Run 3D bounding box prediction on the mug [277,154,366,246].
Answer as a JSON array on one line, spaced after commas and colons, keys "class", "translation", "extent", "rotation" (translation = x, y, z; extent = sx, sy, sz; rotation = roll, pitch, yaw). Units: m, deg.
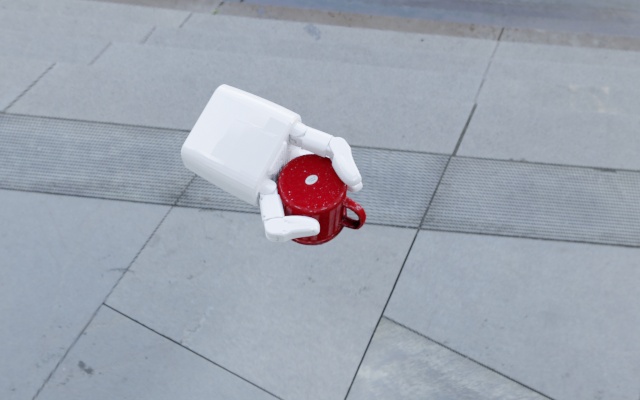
[{"class": "mug", "translation": [0.001, 0.002, 0.577], "extent": [0.117, 0.093, 0.081], "rotation": [25, -26, 11]}]
